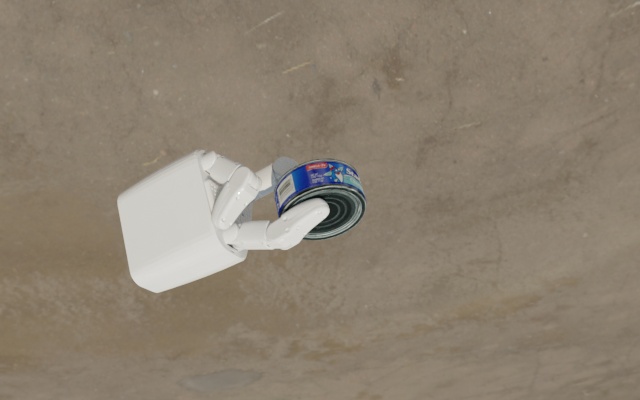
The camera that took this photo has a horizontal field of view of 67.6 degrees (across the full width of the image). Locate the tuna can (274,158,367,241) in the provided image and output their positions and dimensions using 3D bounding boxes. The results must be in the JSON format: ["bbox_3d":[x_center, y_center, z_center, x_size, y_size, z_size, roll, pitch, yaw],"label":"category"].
[{"bbox_3d":[0.000,0.002,0.457,0.086,0.033,0.086,-9,-38,-7],"label":"tuna can"}]
